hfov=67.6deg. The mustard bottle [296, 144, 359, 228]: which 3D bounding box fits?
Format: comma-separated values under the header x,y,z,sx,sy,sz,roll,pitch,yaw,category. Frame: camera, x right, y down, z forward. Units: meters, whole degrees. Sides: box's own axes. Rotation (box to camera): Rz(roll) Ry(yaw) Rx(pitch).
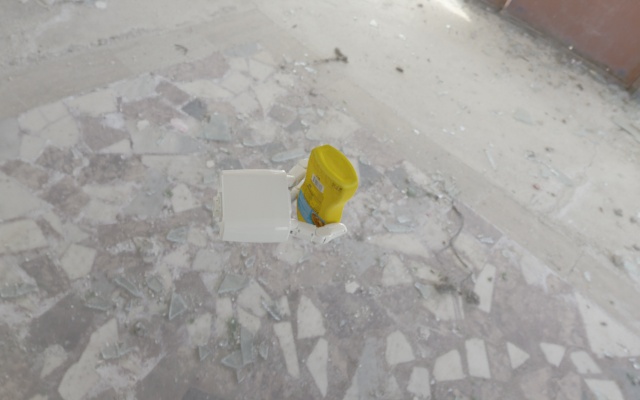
x,y,z,sx,sy,sz,roll,pitch,yaw,category
0.000,0.002,0.815,0.058,0.096,0.192,-21,-30,-32,mustard bottle
